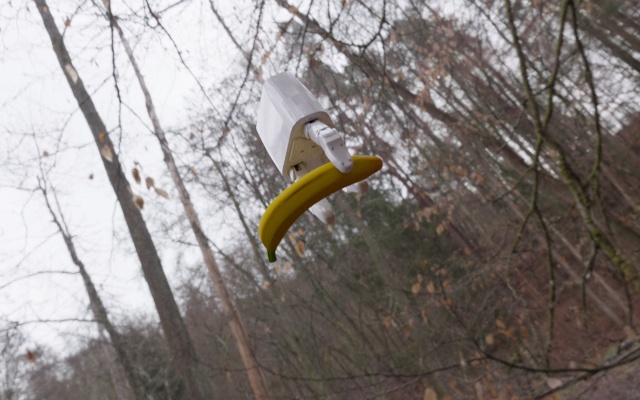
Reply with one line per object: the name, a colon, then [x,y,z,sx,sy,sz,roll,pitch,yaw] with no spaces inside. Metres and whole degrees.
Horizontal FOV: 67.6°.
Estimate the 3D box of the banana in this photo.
banana: [-0.011,-0.004,0.602,0.198,0.037,0.070,-40,-37,5]
